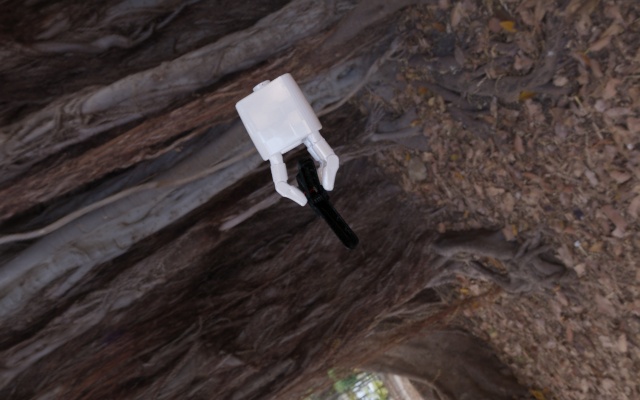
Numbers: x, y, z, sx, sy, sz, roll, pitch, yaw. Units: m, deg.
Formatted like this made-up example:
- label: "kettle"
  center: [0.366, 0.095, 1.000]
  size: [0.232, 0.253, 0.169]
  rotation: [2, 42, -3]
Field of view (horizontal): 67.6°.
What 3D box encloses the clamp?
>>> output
- label: "clamp"
  center: [-0.001, 0.003, 0.819]
  size: [0.036, 0.164, 0.210]
  rotation: [-31, 7, -7]
